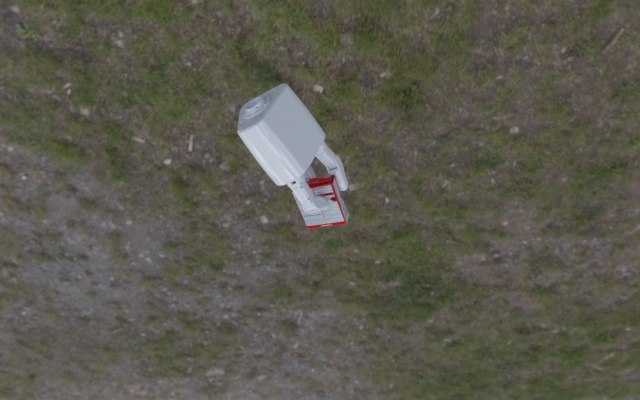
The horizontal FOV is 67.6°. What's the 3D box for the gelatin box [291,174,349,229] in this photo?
[{"bbox_3d":[0.000,0.003,0.802,0.073,0.089,0.030,-9,35,19],"label":"gelatin box"}]
